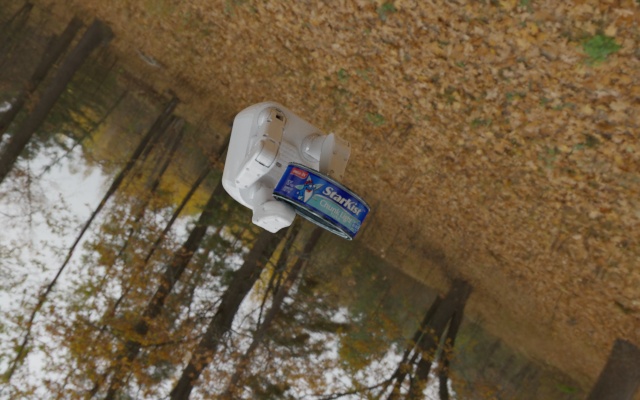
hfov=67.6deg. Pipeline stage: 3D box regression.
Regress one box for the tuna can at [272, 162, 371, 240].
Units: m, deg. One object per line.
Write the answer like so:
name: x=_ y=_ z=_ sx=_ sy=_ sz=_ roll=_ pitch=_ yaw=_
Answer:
tuna can: x=0.000 y=0.002 z=0.431 sx=0.086 sy=0.033 sz=0.086 roll=29 pitch=-8 yaw=4
